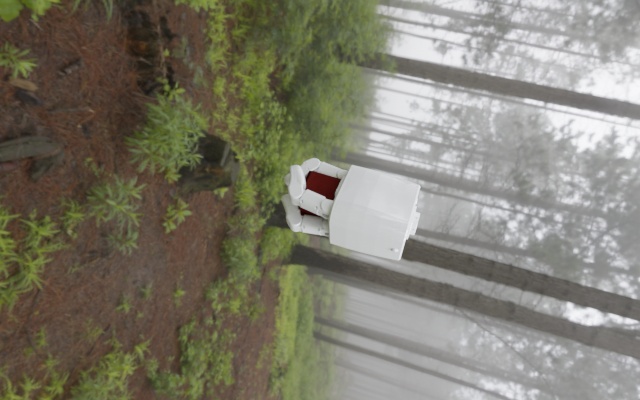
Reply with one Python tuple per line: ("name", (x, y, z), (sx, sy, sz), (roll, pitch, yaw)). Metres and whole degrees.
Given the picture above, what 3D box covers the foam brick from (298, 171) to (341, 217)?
("foam brick", (0.000, 0.002, 0.713), (0.051, 0.053, 0.078), (16, -28, 11))
